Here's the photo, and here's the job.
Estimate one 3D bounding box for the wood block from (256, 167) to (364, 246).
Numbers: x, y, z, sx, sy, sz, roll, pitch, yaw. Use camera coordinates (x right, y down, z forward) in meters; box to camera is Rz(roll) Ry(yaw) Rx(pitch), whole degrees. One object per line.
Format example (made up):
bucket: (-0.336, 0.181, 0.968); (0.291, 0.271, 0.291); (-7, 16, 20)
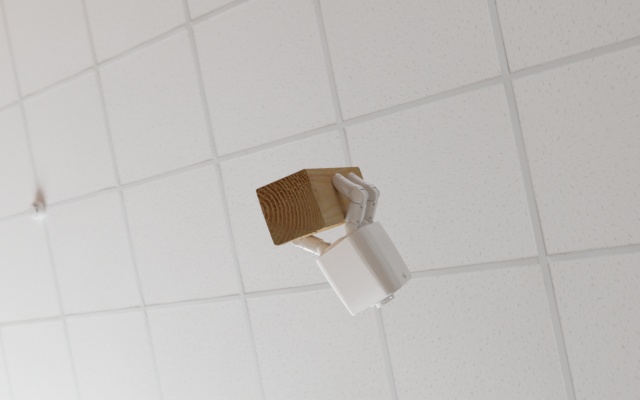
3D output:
wood block: (0.000, 0.003, 0.761); (0.091, 0.090, 0.206); (-22, -5, 25)
